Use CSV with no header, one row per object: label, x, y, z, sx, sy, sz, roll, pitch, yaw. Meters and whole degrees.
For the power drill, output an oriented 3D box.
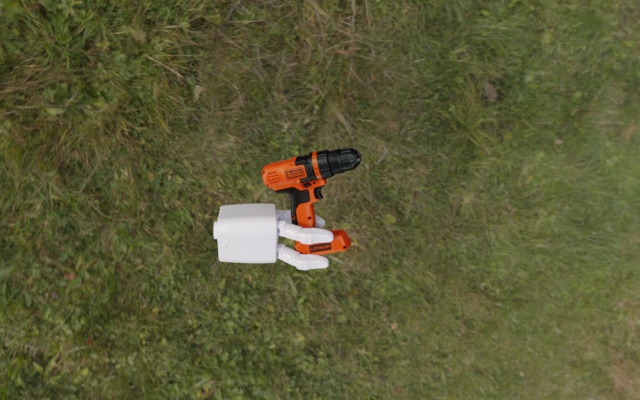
power drill,0.000,0.003,0.879,0.184,0.188,0.057,-11,13,16
